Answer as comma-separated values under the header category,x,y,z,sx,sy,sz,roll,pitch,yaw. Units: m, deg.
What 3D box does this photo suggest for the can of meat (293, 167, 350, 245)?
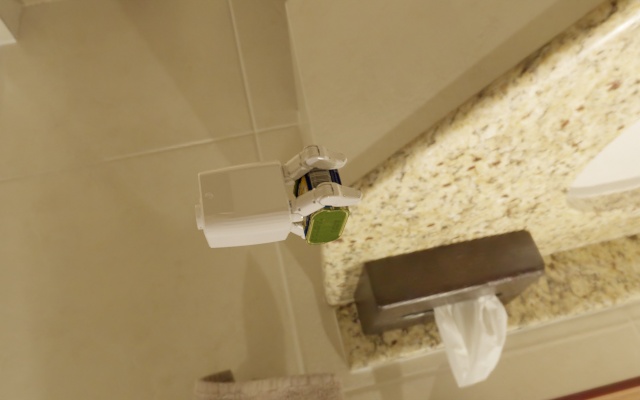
category,x,y,z,sx,sy,sz,roll,pitch,yaw
can of meat,0.000,0.002,0.652,0.057,0.084,0.102,-7,-30,-12
